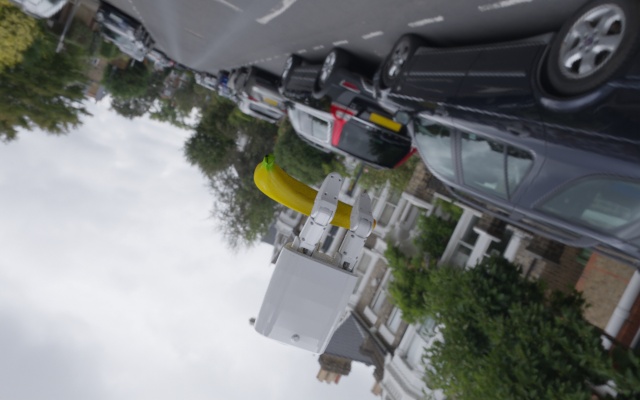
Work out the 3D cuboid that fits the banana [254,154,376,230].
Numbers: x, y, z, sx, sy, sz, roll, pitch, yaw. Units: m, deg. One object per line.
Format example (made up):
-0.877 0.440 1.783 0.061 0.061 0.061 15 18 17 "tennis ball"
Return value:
-0.014 -0.002 0.594 0.198 0.037 0.069 29 -12 -39 "banana"
